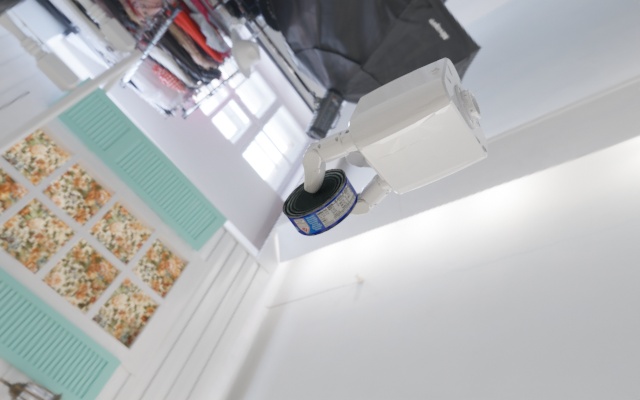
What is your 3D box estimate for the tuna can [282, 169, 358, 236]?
[{"bbox_3d":[0.000,0.002,0.562,0.086,0.034,0.086,-27,26,14],"label":"tuna can"}]
